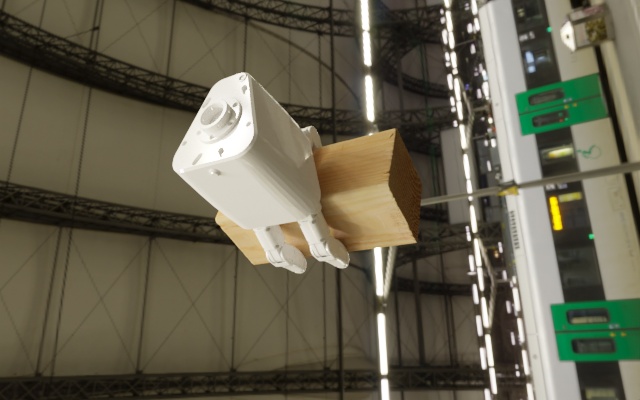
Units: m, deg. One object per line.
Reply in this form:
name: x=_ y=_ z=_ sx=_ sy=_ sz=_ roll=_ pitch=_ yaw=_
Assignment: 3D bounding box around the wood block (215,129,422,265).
wood block: x=0.000 y=0.001 z=0.540 sx=0.206 sy=0.090 sz=0.090 roll=-11 pitch=-48 yaw=27
